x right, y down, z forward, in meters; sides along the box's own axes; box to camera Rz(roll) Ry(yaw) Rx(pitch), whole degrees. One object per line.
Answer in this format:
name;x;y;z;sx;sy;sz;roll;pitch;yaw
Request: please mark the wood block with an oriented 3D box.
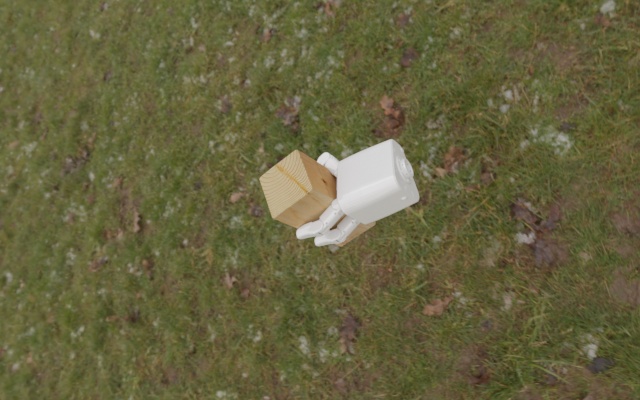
wood block;0.000;0.002;0.857;0.090;0.090;0.206;-36;-35;21
